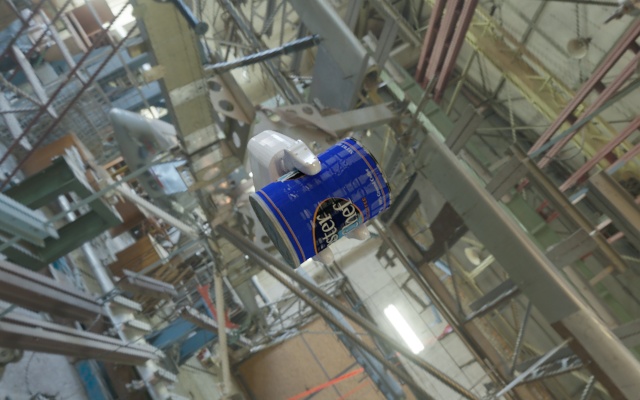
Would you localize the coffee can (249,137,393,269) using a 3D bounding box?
[{"bbox_3d":[0.000,0.002,0.575,0.140,0.103,0.103,-32,8,-13],"label":"coffee can"}]
